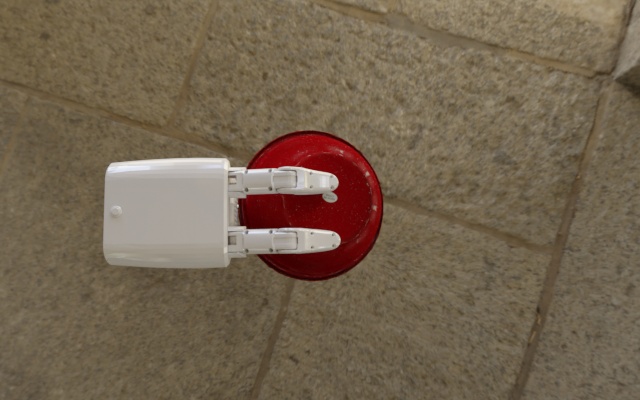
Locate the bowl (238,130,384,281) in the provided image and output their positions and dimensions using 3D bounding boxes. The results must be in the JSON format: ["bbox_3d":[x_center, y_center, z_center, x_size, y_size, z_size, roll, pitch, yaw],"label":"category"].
[{"bbox_3d":[0.001,0.001,0.484,0.162,0.162,0.055,0,-6,-17],"label":"bowl"}]
